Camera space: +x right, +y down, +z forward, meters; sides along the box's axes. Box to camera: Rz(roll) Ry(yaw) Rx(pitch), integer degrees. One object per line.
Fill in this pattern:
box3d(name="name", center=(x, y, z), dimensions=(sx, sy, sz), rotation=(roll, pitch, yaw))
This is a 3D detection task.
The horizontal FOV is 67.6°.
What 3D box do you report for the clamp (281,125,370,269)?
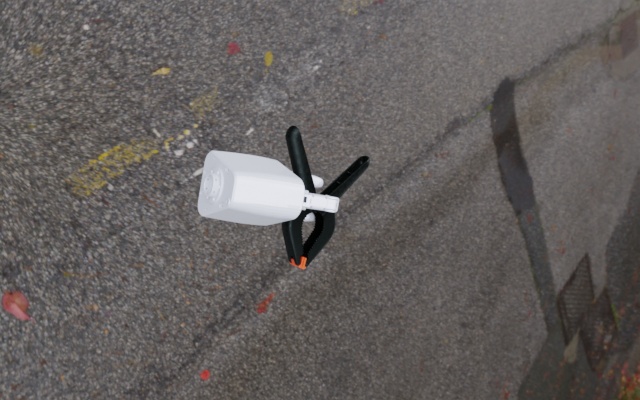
box3d(name="clamp", center=(0.000, 0.003, 0.746), dimensions=(0.164, 0.210, 0.036), rotation=(9, 3, -36))
